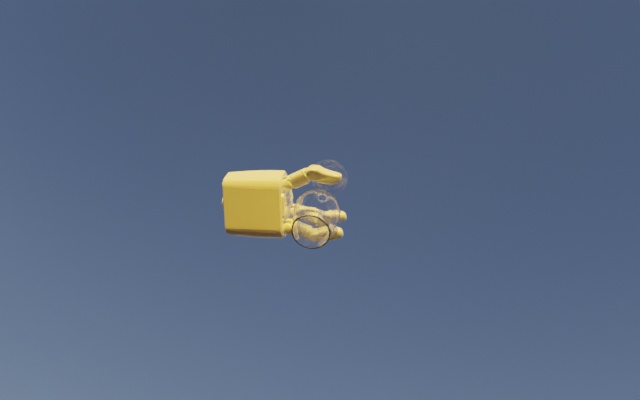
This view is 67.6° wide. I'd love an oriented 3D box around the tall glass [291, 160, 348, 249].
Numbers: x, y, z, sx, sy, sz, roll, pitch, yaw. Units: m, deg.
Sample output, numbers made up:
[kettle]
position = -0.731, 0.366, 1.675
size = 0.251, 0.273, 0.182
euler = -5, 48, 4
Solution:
[tall glass]
position = 0.000, 0.002, 0.826
size = 0.079, 0.079, 0.201
euler = 0, 28, 10
